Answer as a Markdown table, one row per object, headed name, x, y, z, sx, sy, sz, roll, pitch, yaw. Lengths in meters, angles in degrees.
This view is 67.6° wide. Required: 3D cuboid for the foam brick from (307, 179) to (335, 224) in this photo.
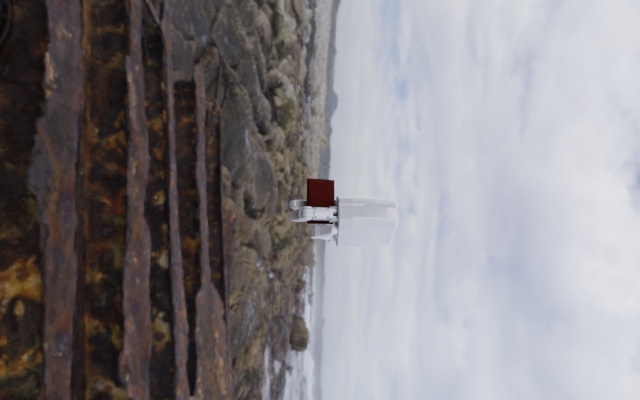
| name | x | y | z | sx | sy | sz | roll | pitch | yaw |
| --- | --- | --- | --- | --- | --- | --- | --- | --- | --- |
| foam brick | 0.000 | 0.003 | 0.897 | 0.051 | 0.078 | 0.053 | 0 | -12 | 0 |
